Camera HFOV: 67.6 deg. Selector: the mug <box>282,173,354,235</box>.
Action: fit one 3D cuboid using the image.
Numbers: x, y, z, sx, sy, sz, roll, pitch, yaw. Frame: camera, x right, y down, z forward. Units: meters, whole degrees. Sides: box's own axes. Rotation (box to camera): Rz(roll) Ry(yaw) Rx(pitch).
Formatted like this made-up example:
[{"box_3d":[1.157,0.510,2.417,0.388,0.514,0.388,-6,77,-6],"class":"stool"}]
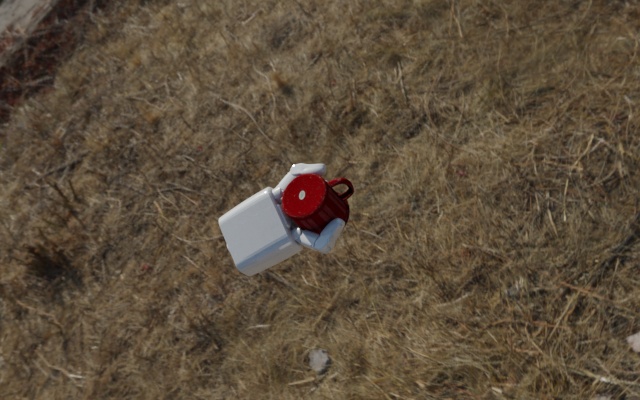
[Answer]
[{"box_3d":[0.001,0.002,0.771,0.117,0.093,0.081,-30,-35,10],"class":"mug"}]
